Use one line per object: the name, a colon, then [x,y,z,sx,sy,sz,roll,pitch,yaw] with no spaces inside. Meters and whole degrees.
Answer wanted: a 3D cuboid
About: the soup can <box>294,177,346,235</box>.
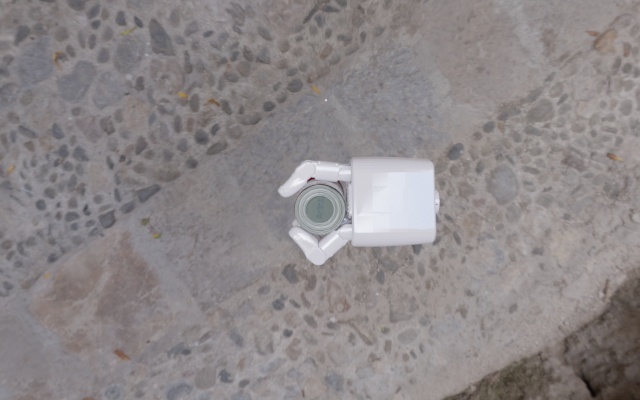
soup can: [0.000,0.002,0.647,0.068,0.068,0.102,0,12,1]
